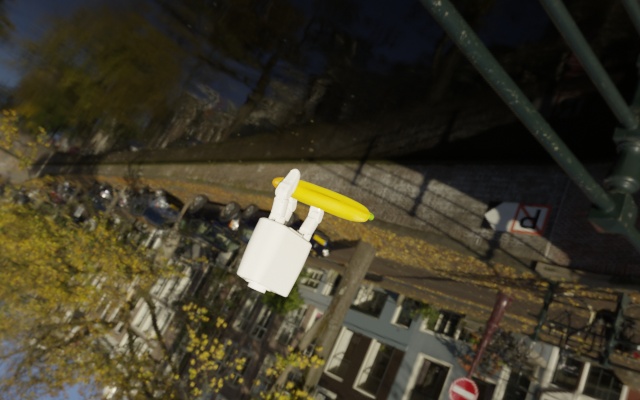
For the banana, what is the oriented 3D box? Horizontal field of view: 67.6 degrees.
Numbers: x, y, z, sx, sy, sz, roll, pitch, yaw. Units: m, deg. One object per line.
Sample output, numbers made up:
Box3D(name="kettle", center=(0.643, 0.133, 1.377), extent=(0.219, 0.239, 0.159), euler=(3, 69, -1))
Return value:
Box3D(name="banana", center=(0.005, 0.001, 0.850), extent=(0.198, 0.037, 0.069), euler=(22, -12, -2))
